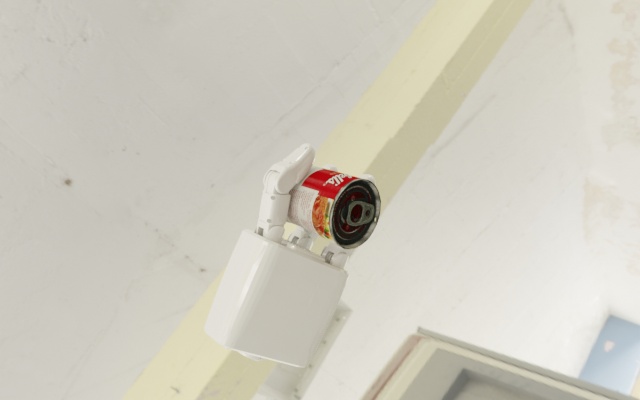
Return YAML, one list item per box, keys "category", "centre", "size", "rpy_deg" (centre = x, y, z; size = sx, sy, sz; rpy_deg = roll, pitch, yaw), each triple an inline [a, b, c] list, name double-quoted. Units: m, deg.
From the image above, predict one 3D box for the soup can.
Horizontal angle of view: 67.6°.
- category: "soup can"
  centre: [0.000, 0.001, 0.478]
  size: [0.068, 0.068, 0.102]
  rpy_deg: [0, 13, -44]
